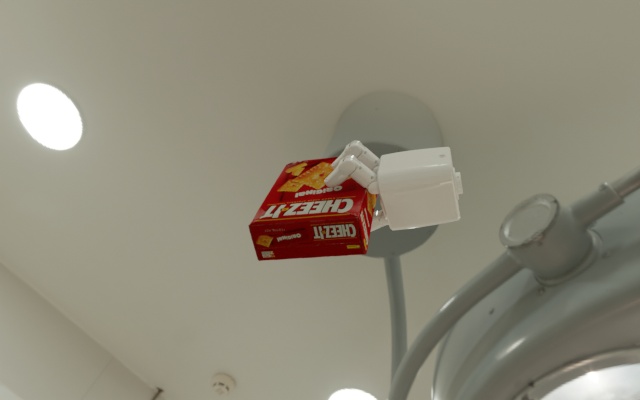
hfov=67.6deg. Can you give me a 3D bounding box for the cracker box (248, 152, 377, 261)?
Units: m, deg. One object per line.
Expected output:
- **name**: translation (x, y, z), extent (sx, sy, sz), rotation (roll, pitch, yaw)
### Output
- **cracker box**: translation (0.000, 0.003, 0.753), extent (0.164, 0.072, 0.213), rotation (-6, 27, 16)
